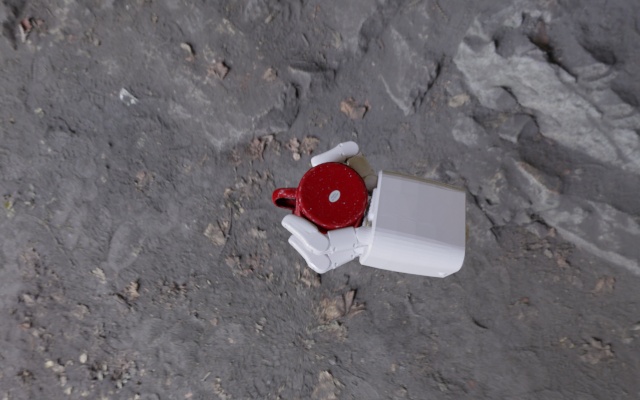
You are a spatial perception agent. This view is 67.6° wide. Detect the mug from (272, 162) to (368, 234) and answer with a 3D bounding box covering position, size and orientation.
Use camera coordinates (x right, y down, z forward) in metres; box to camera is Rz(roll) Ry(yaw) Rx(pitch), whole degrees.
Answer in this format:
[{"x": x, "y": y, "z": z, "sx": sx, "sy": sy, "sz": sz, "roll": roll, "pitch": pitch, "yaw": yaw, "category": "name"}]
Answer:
[{"x": -0.001, "y": 0.001, "z": 0.573, "sx": 0.117, "sy": 0.093, "sz": 0.081, "roll": 10, "pitch": -17, "yaw": 0, "category": "mug"}]
